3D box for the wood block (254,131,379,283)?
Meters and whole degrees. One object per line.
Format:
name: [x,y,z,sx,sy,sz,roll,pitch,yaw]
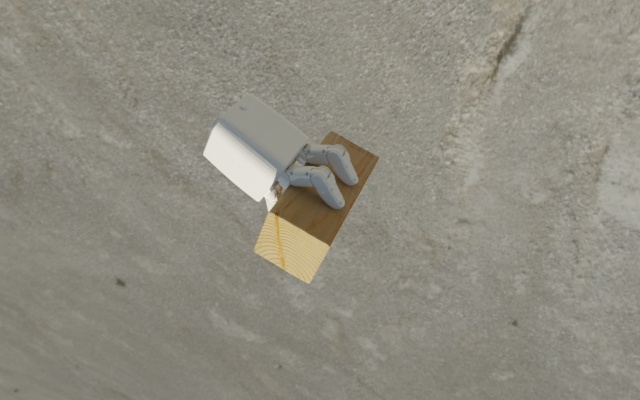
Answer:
wood block: [0.000,0.002,0.683,0.090,0.091,0.206,30,45,3]
